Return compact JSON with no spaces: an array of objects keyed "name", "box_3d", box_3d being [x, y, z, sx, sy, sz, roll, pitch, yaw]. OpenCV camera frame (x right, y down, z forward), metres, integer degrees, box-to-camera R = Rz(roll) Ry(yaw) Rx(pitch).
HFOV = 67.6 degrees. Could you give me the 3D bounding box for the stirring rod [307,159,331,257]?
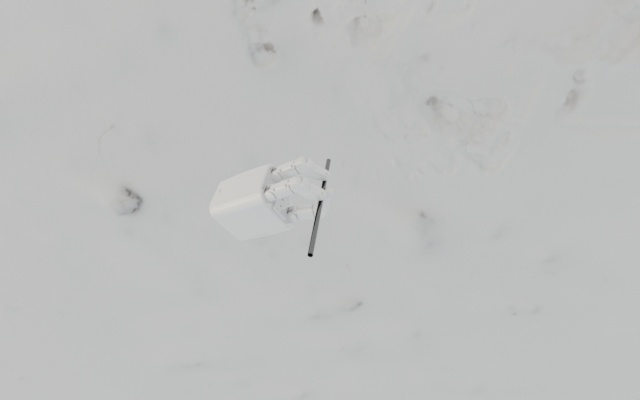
[{"name":"stirring rod","box_3d":[0.000,0.002,0.764,0.011,0.011,0.239,0,38,9]}]
